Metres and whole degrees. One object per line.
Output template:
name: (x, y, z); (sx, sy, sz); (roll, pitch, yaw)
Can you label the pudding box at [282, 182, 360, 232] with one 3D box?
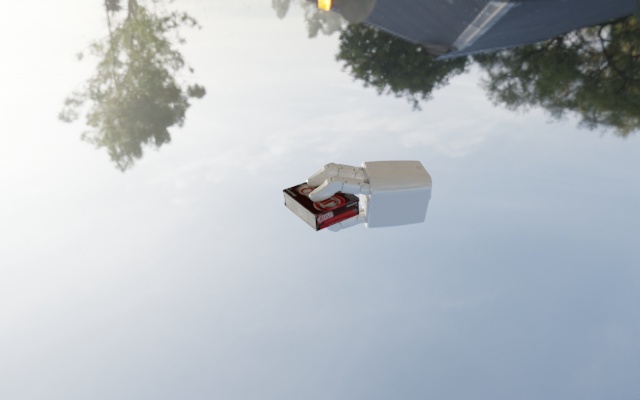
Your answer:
pudding box: (0.000, 0.003, 0.832); (0.090, 0.039, 0.113); (-20, 31, -28)
